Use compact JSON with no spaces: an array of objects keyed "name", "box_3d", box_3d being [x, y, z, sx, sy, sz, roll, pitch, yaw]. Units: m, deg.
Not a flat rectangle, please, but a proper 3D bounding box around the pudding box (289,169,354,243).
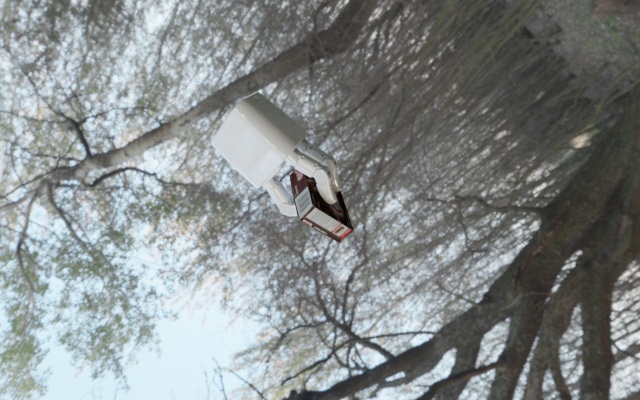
[{"name":"pudding box","box_3d":[0.000,0.003,0.759,0.090,0.113,0.039,31,-61,-32]}]
